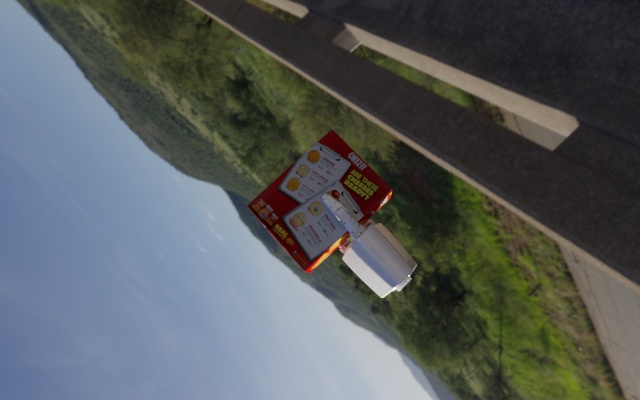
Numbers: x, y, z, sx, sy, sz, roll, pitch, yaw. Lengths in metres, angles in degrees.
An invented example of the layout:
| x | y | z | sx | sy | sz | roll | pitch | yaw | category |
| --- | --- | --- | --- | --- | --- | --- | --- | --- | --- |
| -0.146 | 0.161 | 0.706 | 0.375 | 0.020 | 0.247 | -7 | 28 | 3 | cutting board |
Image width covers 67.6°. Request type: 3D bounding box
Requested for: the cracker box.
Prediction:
| x | y | z | sx | sy | sz | roll | pitch | yaw | category |
| --- | --- | --- | --- | --- | --- | --- | --- | --- | --- |
| 0.000 | 0.003 | 0.886 | 0.213 | 0.164 | 0.072 | -42 | -13 | -4 | cracker box |
